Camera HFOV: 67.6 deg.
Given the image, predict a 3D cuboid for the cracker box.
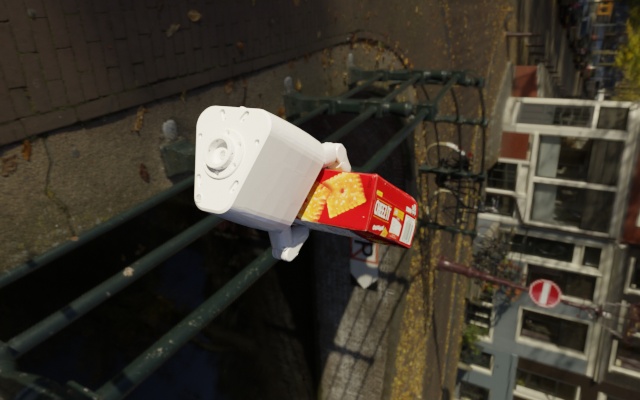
[{"bbox_3d":[0.000,0.002,0.620,0.213,0.072,0.164,10,-6,29],"label":"cracker box"}]
